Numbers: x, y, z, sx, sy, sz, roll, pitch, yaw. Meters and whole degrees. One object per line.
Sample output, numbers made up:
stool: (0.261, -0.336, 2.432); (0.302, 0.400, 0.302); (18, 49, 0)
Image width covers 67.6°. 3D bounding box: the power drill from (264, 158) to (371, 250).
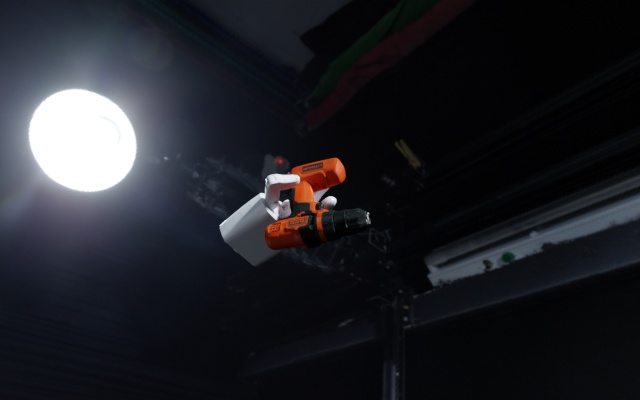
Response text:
power drill: (0.000, 0.003, 0.845); (0.184, 0.057, 0.187); (-11, 37, 17)
